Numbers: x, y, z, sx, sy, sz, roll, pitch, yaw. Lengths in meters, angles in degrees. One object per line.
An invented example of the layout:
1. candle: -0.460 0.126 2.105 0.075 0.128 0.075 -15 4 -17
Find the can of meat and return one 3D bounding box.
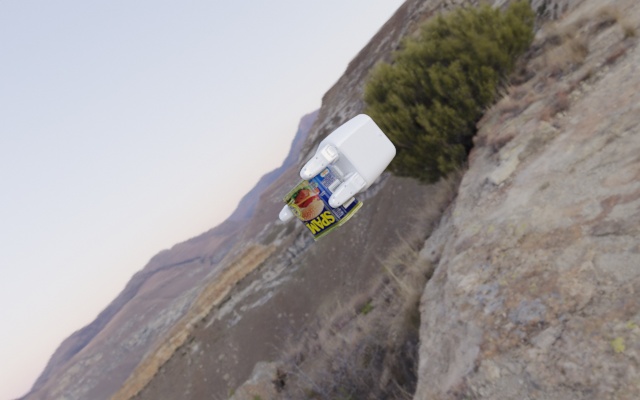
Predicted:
1. can of meat: 0.000 0.002 0.718 0.057 0.084 0.102 -43 4 -36
